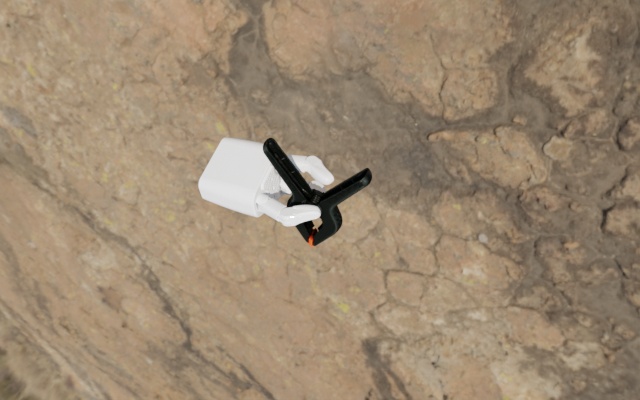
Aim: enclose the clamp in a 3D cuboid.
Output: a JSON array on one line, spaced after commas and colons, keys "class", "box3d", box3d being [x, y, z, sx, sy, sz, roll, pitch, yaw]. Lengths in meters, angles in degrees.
[{"class": "clamp", "box3d": [0.000, 0.003, 0.736, 0.164, 0.036, 0.210, 15, -40, 19]}]
